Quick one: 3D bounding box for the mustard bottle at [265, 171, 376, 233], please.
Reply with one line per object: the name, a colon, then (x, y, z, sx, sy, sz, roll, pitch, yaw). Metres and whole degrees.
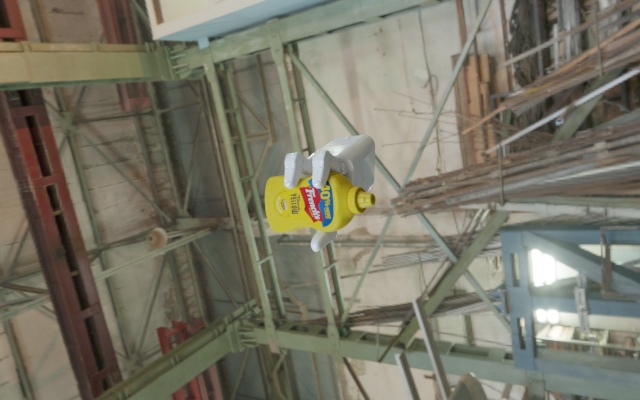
mustard bottle: (0.000, 0.003, 0.768, 0.191, 0.096, 0.058, -3, 1, 34)
